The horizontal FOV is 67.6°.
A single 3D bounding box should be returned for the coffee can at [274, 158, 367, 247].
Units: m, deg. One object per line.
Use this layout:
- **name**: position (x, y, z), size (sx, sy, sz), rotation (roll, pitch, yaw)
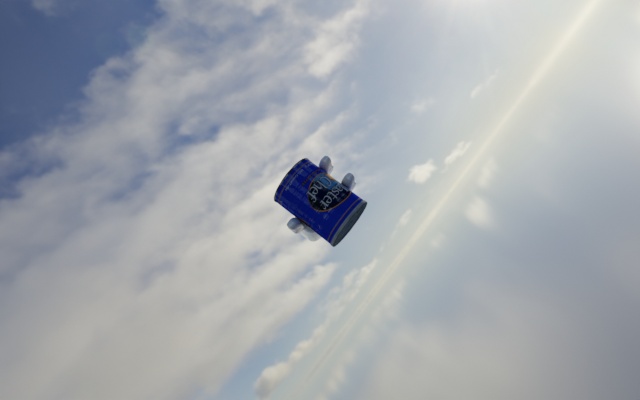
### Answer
- **coffee can**: position (0.000, 0.003, 0.879), size (0.140, 0.103, 0.103), rotation (37, 9, 12)
